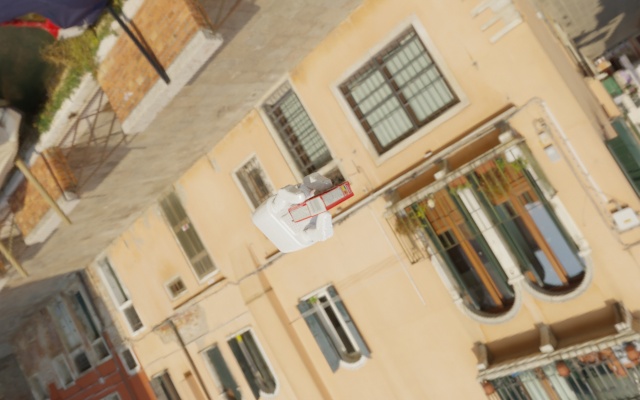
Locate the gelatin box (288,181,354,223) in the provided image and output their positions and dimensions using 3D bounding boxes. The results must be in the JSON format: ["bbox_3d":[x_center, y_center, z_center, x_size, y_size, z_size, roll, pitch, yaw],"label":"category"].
[{"bbox_3d":[0.001,0.003,0.790,0.073,0.030,0.089,-28,4,-42],"label":"gelatin box"}]
